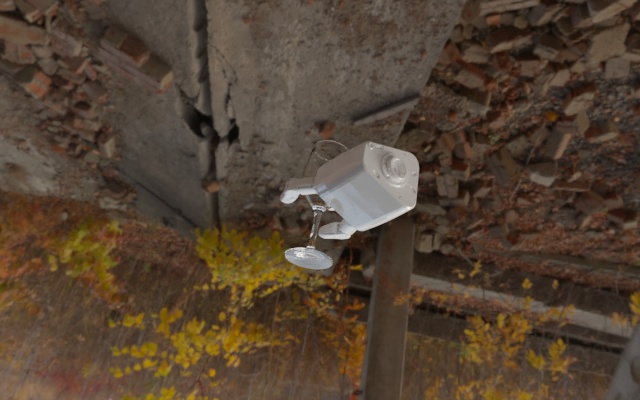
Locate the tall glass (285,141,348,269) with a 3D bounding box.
[{"bbox_3d":[0.000,0.003,0.761,0.079,0.201,0.079,9,-29,5],"label":"tall glass"}]
